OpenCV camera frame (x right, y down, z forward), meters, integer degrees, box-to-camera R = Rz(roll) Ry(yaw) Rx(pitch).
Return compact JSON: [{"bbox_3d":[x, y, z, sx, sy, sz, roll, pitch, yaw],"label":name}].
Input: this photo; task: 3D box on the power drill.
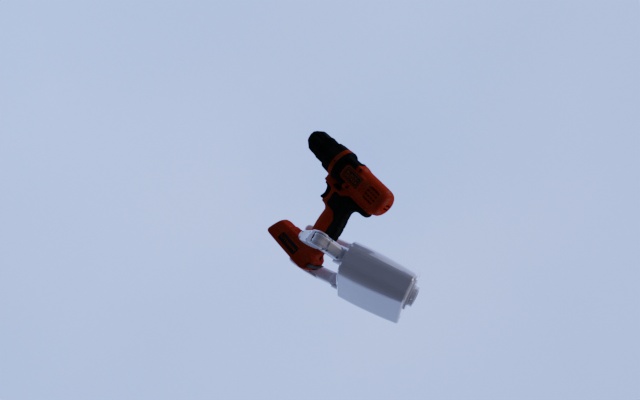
[{"bbox_3d":[0.000,0.003,0.761,0.184,0.188,0.057,47,16,29],"label":"power drill"}]
